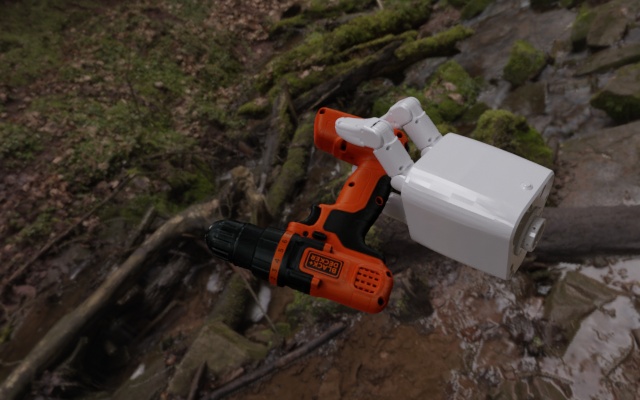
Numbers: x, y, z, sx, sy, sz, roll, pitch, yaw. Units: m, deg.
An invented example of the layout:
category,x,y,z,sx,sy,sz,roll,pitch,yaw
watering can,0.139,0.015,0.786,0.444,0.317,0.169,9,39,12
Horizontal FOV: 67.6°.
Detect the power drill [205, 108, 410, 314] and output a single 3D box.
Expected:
category,x,y,z,sx,sy,sz,roll,pitch,yaw
power drill,0.000,0.001,0.478,0.184,0.187,0.057,19,-21,6
